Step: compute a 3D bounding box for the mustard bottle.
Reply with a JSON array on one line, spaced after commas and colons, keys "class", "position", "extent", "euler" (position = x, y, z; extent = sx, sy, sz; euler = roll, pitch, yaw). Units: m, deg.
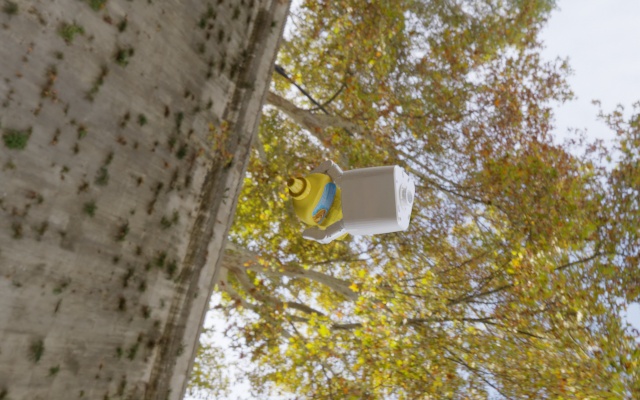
[{"class": "mustard bottle", "position": [0.000, 0.003, 0.896], "extent": [0.058, 0.096, 0.192], "euler": [21, -8, 39]}]
